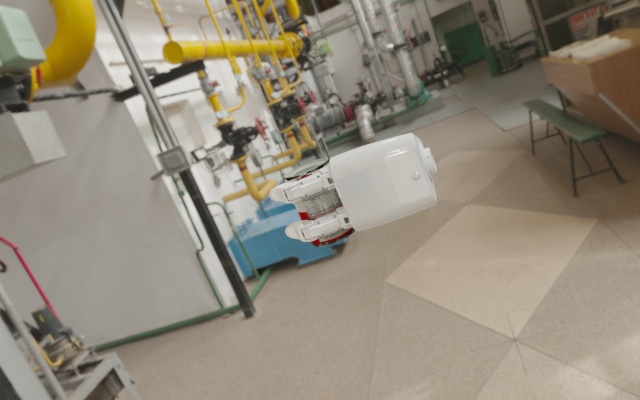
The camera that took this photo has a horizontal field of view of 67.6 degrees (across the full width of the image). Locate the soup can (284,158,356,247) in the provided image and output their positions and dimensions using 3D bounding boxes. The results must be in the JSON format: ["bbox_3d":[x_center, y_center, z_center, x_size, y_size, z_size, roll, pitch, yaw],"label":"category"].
[{"bbox_3d":[0.000,0.002,0.641,0.068,0.102,0.068,-21,13,5],"label":"soup can"}]
